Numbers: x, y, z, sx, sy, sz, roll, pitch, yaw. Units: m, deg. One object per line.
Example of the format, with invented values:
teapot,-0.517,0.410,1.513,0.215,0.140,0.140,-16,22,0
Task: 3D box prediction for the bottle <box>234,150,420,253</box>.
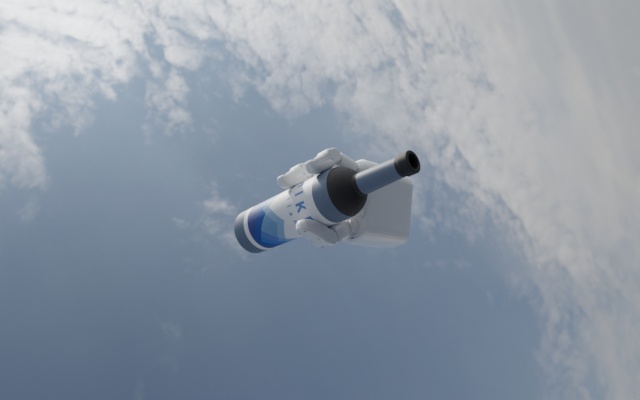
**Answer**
bottle,0.000,0.002,0.621,0.296,0.069,0.069,-24,-16,40
